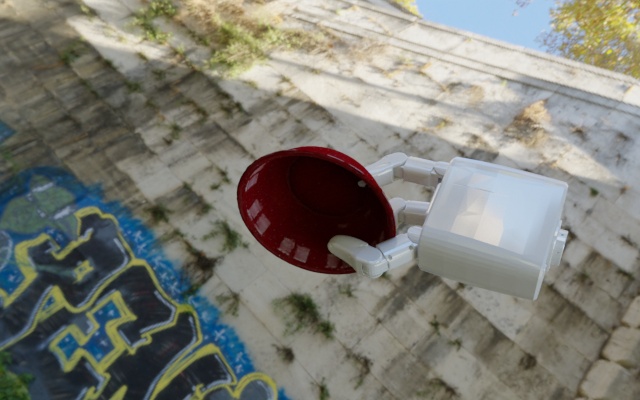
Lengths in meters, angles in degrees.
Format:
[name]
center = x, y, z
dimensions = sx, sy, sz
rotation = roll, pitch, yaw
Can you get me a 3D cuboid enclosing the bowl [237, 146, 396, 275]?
[bowl]
center = -0.001, 0.001, 0.484
dimensions = 0.162, 0.162, 0.055
rotation = 0, 40, 20
